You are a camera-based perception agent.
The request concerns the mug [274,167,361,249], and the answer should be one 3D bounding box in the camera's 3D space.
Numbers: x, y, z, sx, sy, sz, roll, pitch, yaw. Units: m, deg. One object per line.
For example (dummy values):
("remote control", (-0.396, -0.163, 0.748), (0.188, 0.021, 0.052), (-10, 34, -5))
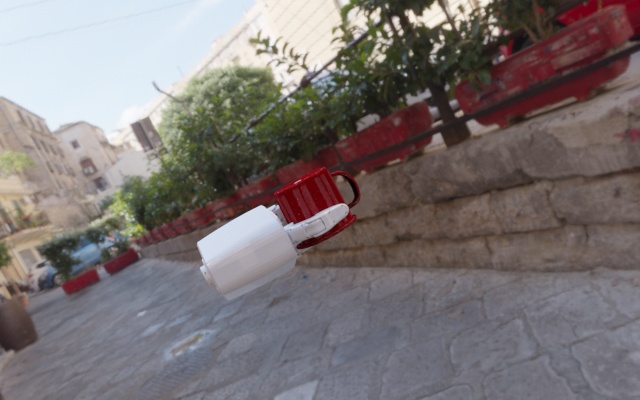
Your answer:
("mug", (0.001, 0.001, 0.645), (0.117, 0.081, 0.093), (-29, 7, -14))
